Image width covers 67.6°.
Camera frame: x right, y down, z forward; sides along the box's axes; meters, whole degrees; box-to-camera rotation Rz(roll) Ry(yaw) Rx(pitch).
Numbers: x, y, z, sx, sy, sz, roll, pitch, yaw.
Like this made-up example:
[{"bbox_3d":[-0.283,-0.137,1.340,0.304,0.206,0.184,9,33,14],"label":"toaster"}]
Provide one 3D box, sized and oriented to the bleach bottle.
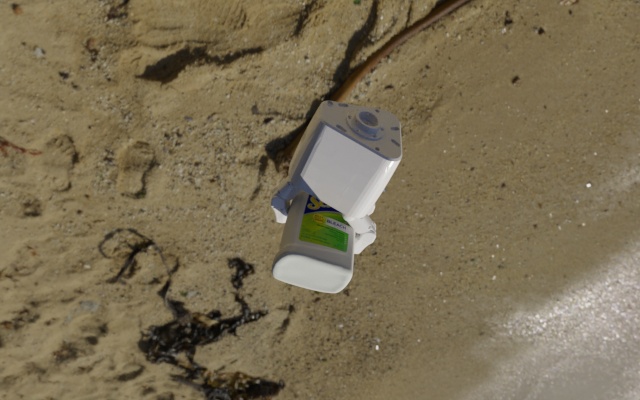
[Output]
[{"bbox_3d":[0.000,0.002,0.672,0.102,0.250,0.068,18,-44,-12],"label":"bleach bottle"}]
